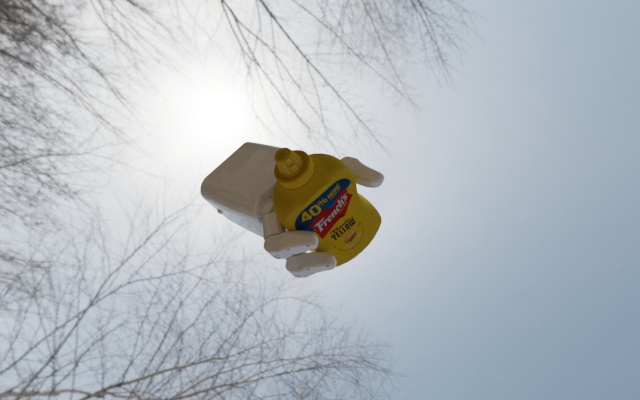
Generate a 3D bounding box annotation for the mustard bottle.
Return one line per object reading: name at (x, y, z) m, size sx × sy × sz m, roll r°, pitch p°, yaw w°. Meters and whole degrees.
mustard bottle at (0.000, 0.002, 0.538) m, size 0.058 × 0.096 × 0.192 m, roll 48°, pitch -2°, yaw 40°
